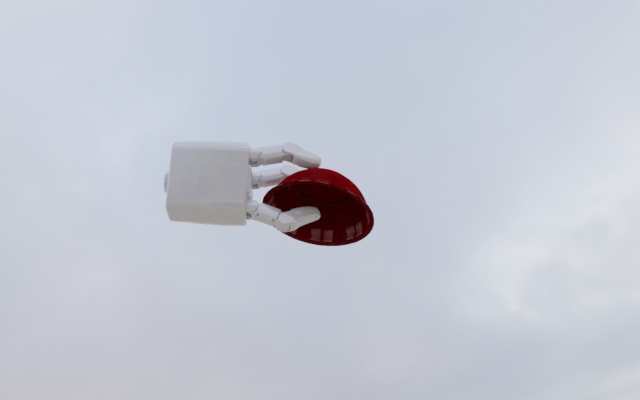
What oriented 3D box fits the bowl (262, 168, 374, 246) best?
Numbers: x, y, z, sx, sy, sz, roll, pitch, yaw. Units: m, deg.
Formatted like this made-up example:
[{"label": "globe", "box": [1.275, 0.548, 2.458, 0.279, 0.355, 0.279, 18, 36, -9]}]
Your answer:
[{"label": "bowl", "box": [0.001, 0.002, 0.691, 0.162, 0.055, 0.162, 8, -35, 6]}]
